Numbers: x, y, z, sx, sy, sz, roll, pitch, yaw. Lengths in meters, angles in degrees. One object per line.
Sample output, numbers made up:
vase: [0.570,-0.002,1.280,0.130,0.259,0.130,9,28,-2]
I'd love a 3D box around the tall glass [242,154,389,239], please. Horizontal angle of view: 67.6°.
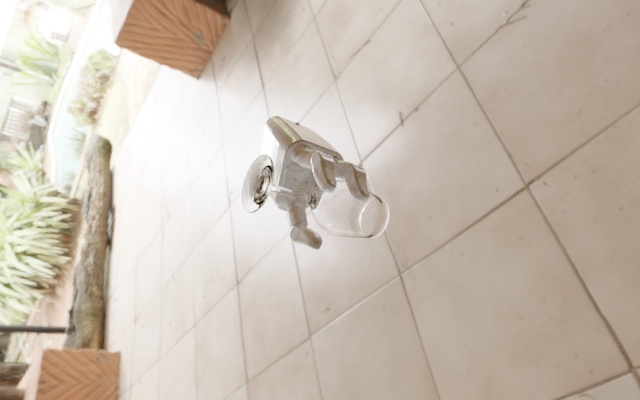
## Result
tall glass: [0.000,0.002,0.640,0.201,0.079,0.079,17,-10,-35]
